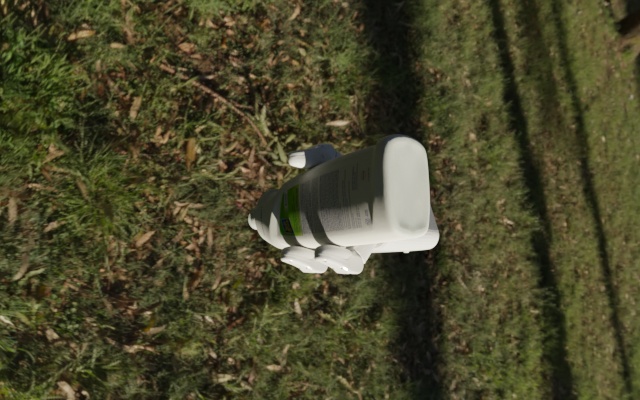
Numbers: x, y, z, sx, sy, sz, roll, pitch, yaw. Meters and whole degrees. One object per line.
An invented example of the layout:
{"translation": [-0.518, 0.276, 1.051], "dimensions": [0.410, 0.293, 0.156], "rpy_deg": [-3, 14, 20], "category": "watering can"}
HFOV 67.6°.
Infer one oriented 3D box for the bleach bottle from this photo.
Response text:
{"translation": [0.000, 0.002, 0.536], "dimensions": [0.068, 0.102, 0.251], "rpy_deg": [5, -10, -42], "category": "bleach bottle"}
